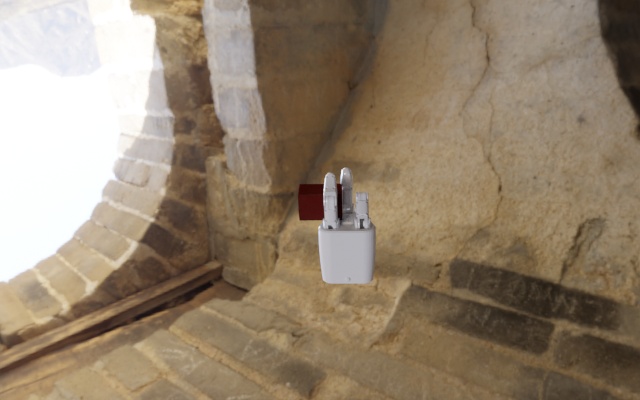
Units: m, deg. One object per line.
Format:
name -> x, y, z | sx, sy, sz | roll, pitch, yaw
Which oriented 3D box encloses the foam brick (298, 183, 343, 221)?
foam brick -> 0.000, 0.003, 0.847 | 0.078, 0.051, 0.053 | 0, 23, 3
